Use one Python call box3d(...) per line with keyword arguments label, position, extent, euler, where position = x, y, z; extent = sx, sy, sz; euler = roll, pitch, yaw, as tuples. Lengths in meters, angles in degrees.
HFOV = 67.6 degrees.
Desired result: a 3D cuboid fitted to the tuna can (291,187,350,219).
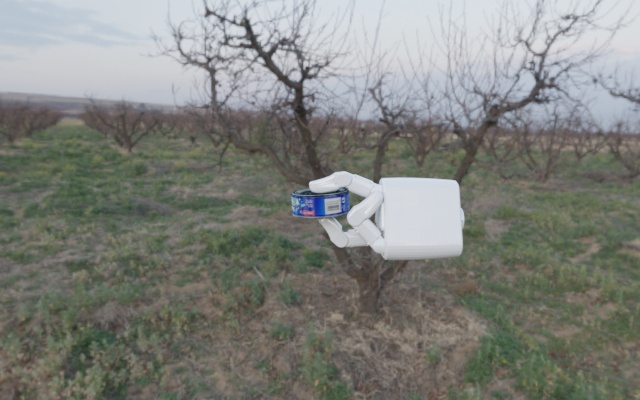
box3d(label="tuna can", position=(0.000, 0.002, 0.701), extent=(0.086, 0.034, 0.086), euler=(-3, 9, 1))
